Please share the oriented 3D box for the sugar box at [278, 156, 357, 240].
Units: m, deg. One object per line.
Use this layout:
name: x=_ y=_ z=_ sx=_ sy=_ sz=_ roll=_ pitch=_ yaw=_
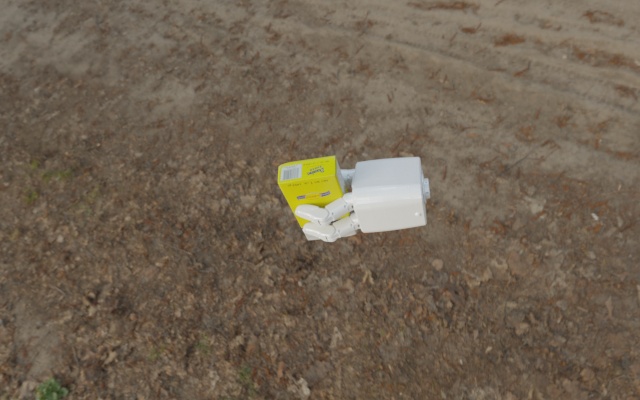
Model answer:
sugar box: x=0.000 y=0.003 z=0.789 sx=0.093 sy=0.048 sz=0.176 roll=-7 pitch=-38 yaw=13
